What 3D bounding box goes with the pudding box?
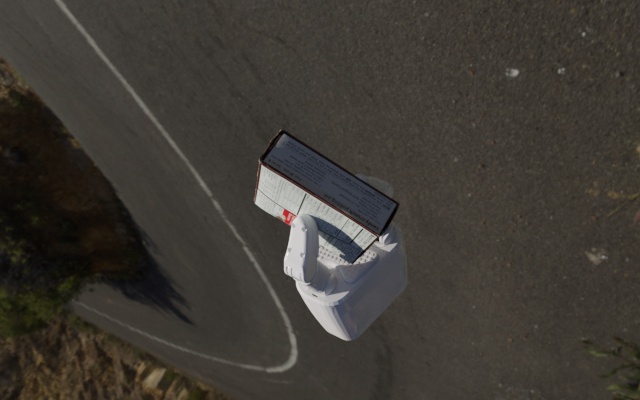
[{"bbox_3d":[0.000,0.001,0.404,0.113,0.039,0.090,31,-24,2],"label":"pudding box"}]
